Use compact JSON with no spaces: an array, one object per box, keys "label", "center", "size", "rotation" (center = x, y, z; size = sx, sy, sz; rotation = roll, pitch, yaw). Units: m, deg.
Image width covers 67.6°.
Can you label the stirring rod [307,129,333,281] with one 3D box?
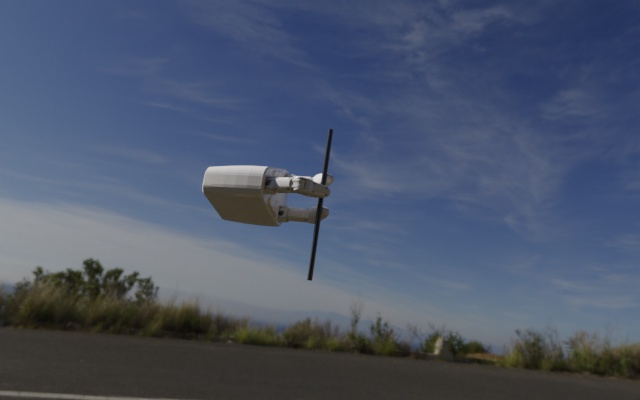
[{"label":"stirring rod","center":[0.000,0.002,0.734],"size":[0.011,0.239,0.011],"rotation":[8,-14,2]}]
